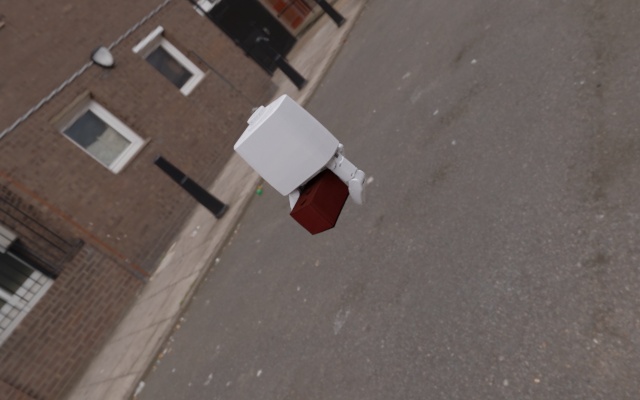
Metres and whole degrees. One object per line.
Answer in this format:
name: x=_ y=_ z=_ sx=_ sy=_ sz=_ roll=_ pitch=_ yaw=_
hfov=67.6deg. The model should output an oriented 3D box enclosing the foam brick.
foam brick: x=0.000 y=0.003 z=0.705 sx=0.051 sy=0.078 sz=0.053 roll=42 pitch=-41 yaw=-20
